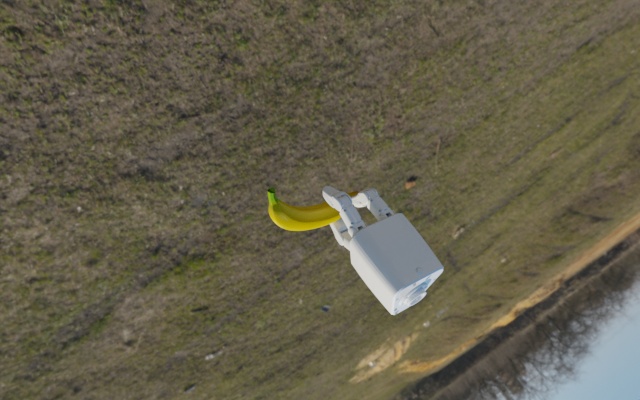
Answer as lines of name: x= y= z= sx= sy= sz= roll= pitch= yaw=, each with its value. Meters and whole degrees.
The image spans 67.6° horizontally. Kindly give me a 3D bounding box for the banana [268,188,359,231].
banana: x=-0.011 y=0.016 z=0.758 sx=0.198 sy=0.070 sz=0.037 roll=-1 pitch=42 yaw=-45
